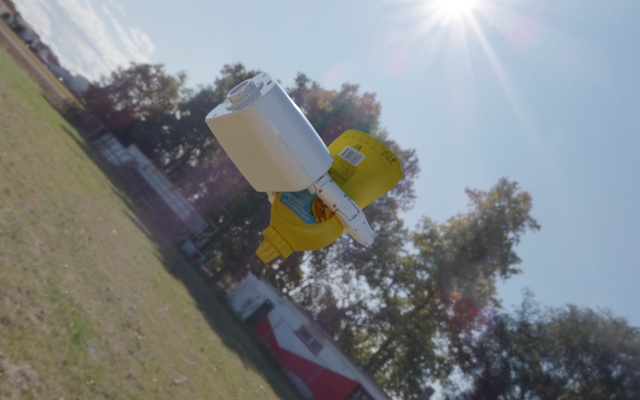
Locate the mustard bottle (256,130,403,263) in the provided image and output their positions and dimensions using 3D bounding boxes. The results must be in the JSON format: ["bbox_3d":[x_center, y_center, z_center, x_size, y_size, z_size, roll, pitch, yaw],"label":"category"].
[{"bbox_3d":[0.000,0.002,0.562,0.096,0.191,0.058,38,-15,37],"label":"mustard bottle"}]
